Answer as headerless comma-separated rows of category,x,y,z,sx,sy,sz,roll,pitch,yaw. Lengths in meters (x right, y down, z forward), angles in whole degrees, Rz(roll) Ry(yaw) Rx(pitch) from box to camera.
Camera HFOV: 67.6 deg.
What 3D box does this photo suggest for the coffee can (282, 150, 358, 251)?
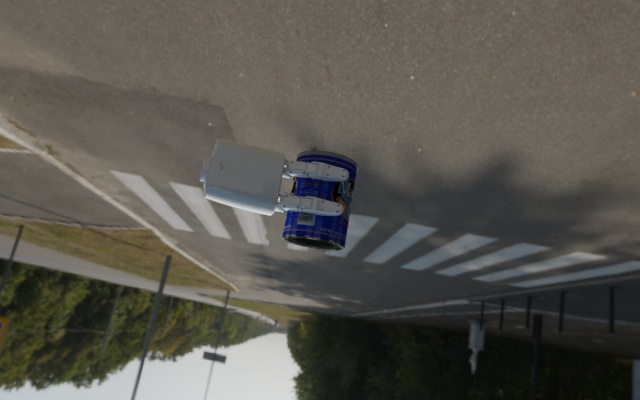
coffee can,0.000,0.002,0.774,0.103,0.140,0.103,9,-14,2
